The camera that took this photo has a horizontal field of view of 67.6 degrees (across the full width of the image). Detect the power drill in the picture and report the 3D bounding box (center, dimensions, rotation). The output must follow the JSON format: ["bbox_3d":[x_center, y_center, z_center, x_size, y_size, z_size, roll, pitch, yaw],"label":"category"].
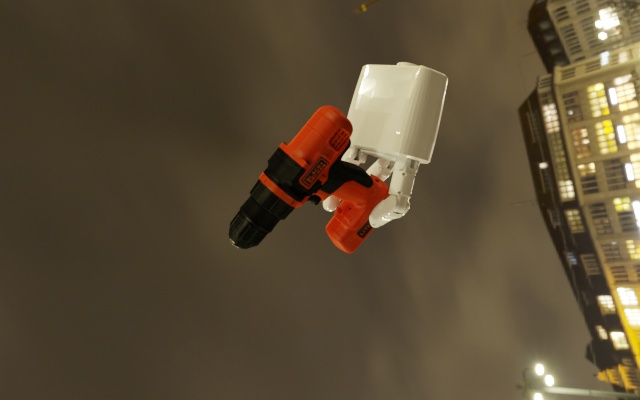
[{"bbox_3d":[0.000,0.002,0.569,0.057,0.184,0.188,44,6,37],"label":"power drill"}]
